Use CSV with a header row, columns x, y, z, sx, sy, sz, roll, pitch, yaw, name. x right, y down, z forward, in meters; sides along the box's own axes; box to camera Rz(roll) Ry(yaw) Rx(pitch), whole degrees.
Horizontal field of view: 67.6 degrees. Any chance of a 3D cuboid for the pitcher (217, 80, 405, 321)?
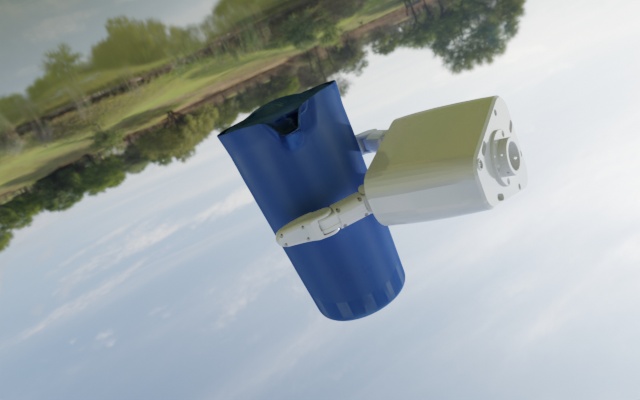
x,y,z,sx,sy,sz,roll,pitch,yaw,name
0.000,0.002,0.528,0.145,0.243,0.149,-11,21,40,pitcher
